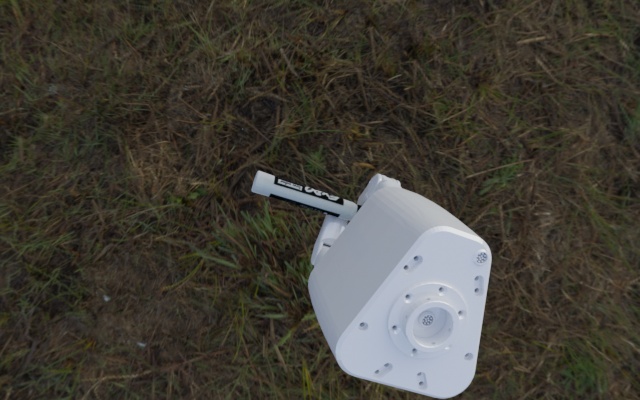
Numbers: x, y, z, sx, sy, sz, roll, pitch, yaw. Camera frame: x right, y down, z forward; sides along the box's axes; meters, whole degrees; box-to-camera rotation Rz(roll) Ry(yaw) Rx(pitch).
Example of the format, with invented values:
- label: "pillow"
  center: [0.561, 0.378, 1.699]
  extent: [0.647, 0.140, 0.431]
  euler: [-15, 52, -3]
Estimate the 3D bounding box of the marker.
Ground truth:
- label: "marker"
  center: [0.000, 0.001, 0.419]
  extent: [0.121, 0.020, 0.020]
  euler: [18, -4, -13]
